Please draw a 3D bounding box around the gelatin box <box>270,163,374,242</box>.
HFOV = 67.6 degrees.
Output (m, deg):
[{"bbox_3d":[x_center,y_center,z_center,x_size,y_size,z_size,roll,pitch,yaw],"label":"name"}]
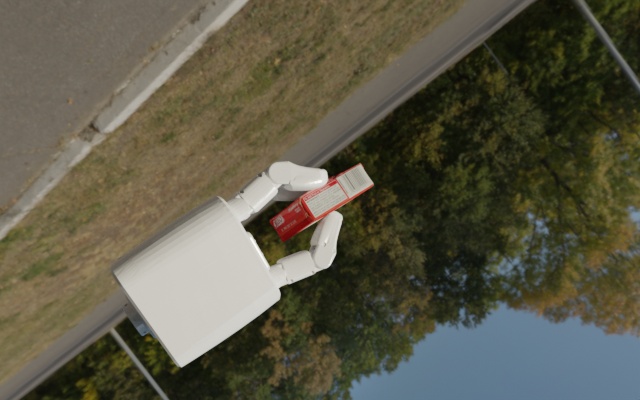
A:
[{"bbox_3d":[0.001,0.002,0.491,0.089,0.030,0.073,-30,-2,-34],"label":"gelatin box"}]
